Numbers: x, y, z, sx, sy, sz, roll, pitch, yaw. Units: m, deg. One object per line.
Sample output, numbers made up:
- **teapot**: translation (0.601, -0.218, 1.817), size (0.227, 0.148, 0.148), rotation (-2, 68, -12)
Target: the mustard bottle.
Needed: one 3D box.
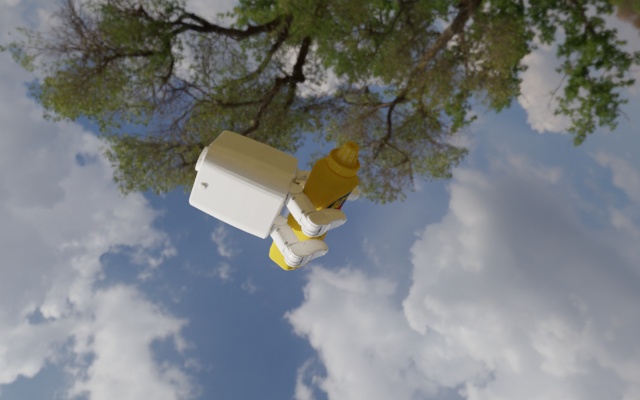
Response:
- **mustard bottle**: translation (0.000, 0.002, 0.619), size (0.058, 0.192, 0.096), rotation (39, 37, 13)
